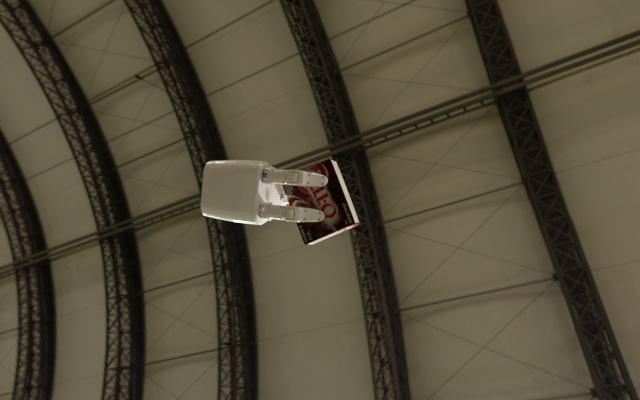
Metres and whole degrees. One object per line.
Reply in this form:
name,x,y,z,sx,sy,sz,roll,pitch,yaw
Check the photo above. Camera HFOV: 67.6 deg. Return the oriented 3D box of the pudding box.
pudding box,0.000,0.002,0.752,0.090,0.113,0.039,-24,-8,17
